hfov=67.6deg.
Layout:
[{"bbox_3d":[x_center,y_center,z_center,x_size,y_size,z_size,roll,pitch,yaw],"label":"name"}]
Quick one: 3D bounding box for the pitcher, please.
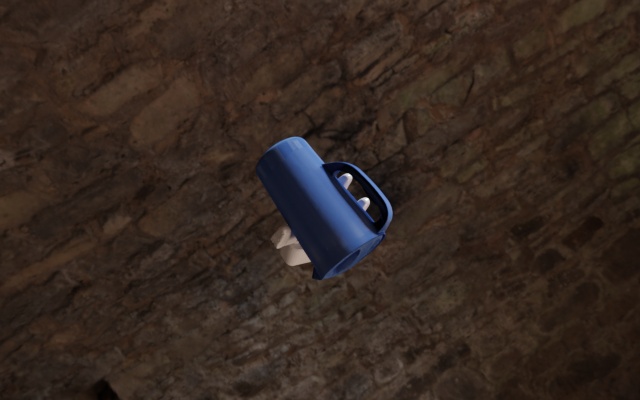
[{"bbox_3d":[0.000,0.003,0.833,0.149,0.242,0.145,-29,-17,-23],"label":"pitcher"}]
